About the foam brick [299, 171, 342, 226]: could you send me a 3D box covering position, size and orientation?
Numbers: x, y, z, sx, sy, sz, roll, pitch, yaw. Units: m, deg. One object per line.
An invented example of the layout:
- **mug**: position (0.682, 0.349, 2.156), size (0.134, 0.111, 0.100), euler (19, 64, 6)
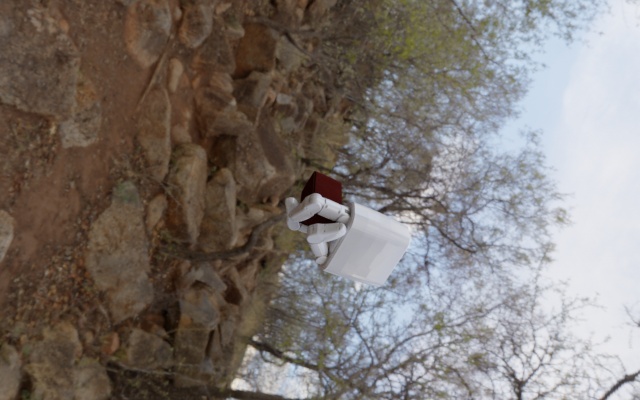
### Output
- **foam brick**: position (0.000, 0.002, 0.772), size (0.051, 0.078, 0.053), euler (21, -49, -16)
